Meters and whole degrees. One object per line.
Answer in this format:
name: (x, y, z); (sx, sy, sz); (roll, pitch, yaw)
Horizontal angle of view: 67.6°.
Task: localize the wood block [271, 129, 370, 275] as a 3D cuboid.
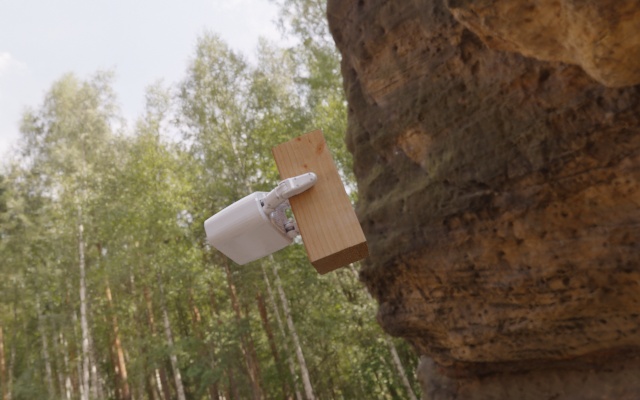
wood block: (0.000, 0.002, 0.774); (0.090, 0.206, 0.091); (-22, -23, 2)
